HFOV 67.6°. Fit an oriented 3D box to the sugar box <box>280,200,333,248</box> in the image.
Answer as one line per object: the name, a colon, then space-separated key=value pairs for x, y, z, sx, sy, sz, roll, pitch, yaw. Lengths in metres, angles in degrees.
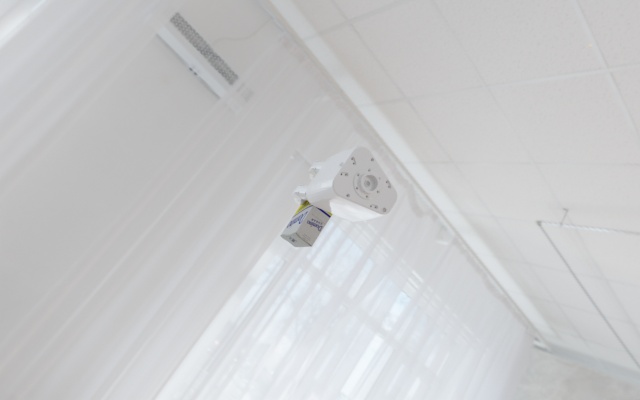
sugar box: x=0.000 y=0.002 z=0.875 sx=0.048 sy=0.176 sz=0.093 roll=40 pitch=-19 yaw=-13
